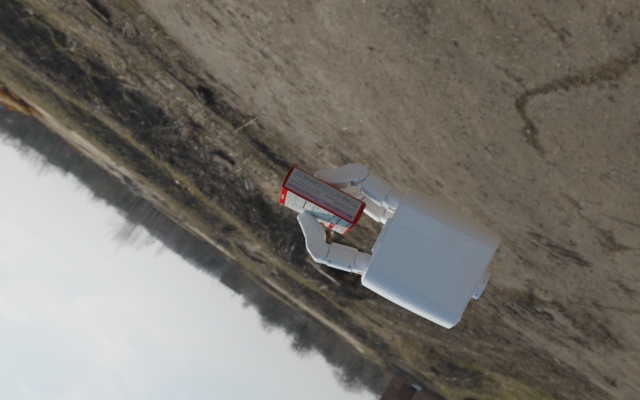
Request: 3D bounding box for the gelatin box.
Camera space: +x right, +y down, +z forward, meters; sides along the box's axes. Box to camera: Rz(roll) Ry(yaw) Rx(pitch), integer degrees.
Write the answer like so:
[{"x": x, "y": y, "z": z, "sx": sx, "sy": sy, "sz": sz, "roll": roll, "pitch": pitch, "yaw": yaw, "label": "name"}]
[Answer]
[{"x": 0.000, "y": 0.002, "z": 0.529, "sx": 0.089, "sy": 0.030, "sz": 0.073, "roll": 27, "pitch": -14, "yaw": 0, "label": "gelatin box"}]
